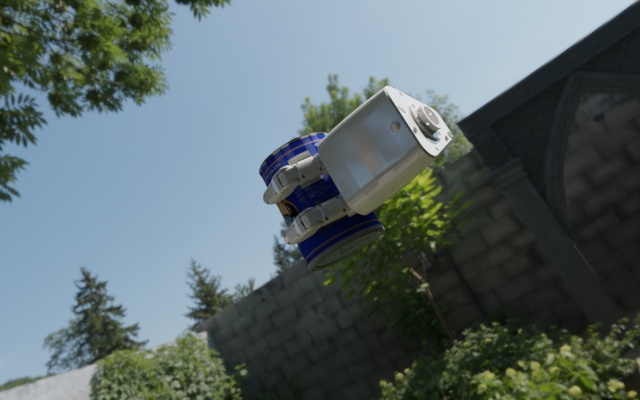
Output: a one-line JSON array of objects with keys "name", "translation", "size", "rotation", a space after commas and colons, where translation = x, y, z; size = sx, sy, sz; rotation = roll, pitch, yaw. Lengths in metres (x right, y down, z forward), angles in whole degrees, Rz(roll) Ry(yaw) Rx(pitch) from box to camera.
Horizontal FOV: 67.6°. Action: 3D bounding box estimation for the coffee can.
[{"name": "coffee can", "translation": [0.000, 0.002, 0.591], "size": [0.103, 0.140, 0.103], "rotation": [-27, -15, -8]}]
